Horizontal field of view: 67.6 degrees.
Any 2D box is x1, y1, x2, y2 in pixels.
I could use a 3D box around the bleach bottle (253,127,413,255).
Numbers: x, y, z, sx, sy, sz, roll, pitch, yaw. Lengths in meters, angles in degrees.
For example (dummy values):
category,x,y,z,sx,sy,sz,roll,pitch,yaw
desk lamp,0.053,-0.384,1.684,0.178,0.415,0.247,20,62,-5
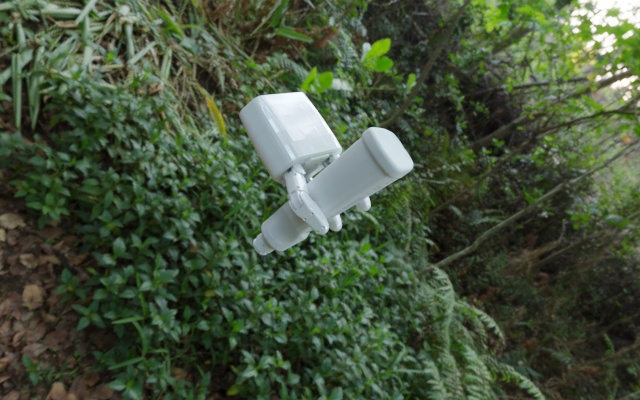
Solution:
category,x,y,z,sx,sy,sz,roll,pitch,yaw
bleach bottle,0.000,0.002,0.643,0.251,0.068,0.102,-36,-10,24
